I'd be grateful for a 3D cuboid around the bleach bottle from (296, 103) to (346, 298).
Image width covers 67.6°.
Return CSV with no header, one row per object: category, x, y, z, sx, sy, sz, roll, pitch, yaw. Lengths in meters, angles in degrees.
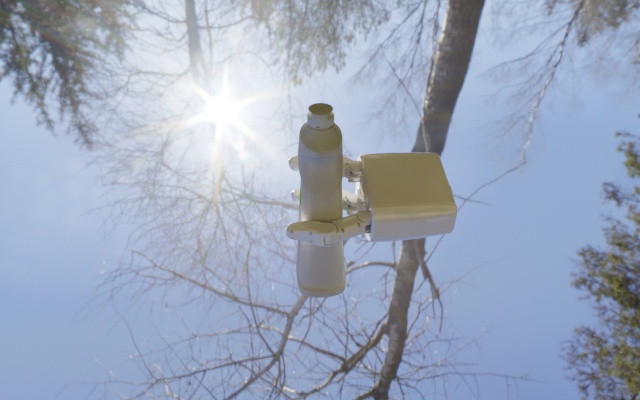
bleach bottle,0.000,0.002,0.600,0.068,0.251,0.102,-3,38,-4
